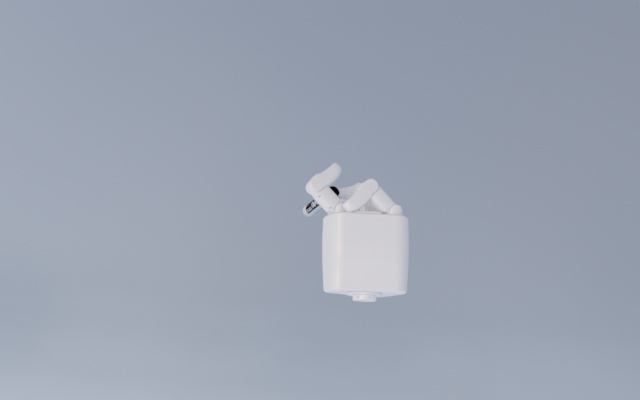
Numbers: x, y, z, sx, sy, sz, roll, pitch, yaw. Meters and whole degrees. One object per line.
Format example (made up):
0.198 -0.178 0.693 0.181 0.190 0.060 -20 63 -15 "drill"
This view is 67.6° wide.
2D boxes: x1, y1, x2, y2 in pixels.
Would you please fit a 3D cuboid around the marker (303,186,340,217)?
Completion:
0.000 0.002 0.730 0.020 0.020 0.121 0 -15 -21 "marker"
